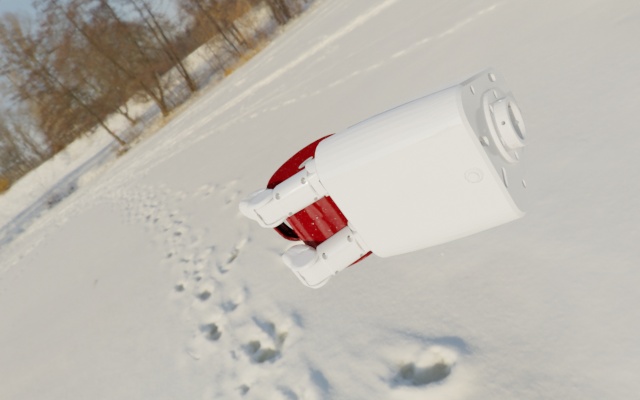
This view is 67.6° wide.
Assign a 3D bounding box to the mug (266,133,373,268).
[{"bbox_3d":[-0.001,0.002,0.408,0.117,0.081,0.093,-20,26,38],"label":"mug"}]
